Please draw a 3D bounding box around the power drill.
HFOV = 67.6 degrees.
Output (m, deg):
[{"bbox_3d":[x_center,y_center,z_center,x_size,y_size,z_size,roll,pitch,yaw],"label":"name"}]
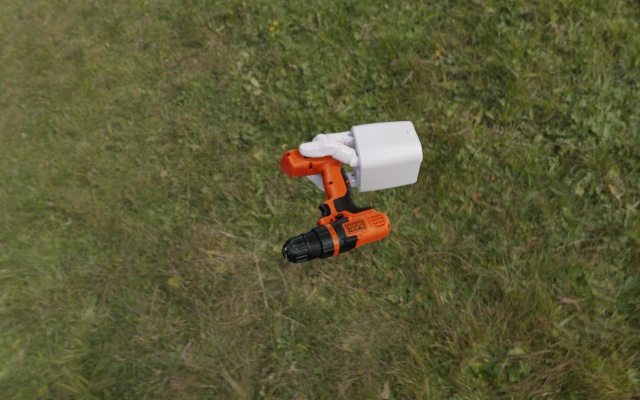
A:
[{"bbox_3d":[0.000,0.002,0.779,0.184,0.187,0.057,-14,-23,-24],"label":"power drill"}]
